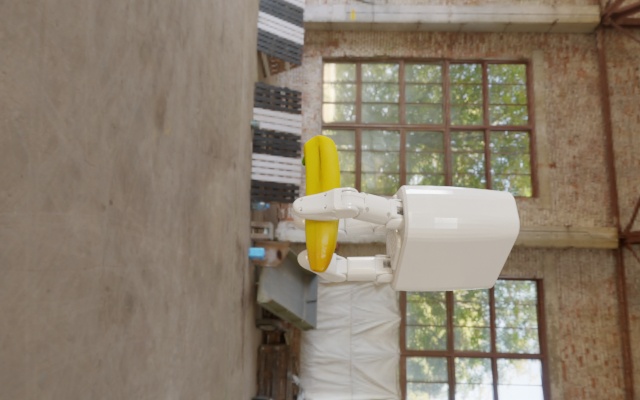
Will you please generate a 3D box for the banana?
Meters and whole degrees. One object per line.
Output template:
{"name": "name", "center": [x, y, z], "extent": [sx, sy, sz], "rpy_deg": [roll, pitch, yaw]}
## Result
{"name": "banana", "center": [0.001, -0.015, 0.499], "extent": [0.037, 0.070, 0.197], "rpy_deg": [1, 37, -4]}
